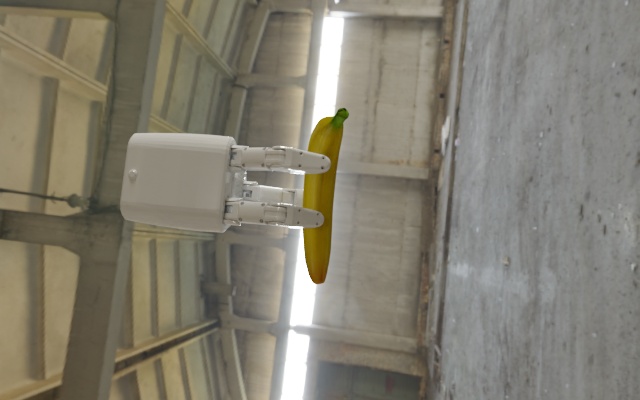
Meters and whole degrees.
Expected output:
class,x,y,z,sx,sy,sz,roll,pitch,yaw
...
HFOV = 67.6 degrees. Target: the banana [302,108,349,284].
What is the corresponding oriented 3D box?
class,x,y,z,sx,sy,sz,roll,pitch,yaw
banana,0.000,-0.008,0.527,0.037,0.198,0.069,4,19,-4
